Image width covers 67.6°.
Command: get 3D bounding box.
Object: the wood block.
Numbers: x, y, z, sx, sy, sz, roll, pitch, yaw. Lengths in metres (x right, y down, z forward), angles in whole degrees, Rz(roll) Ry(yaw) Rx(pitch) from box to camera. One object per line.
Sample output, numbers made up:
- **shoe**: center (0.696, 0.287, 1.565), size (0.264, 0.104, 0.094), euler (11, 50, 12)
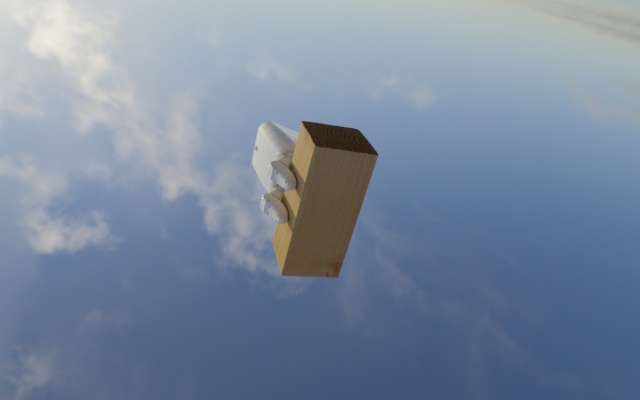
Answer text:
- **wood block**: center (0.000, 0.002, 0.689), size (0.091, 0.206, 0.090), euler (5, 29, -19)
